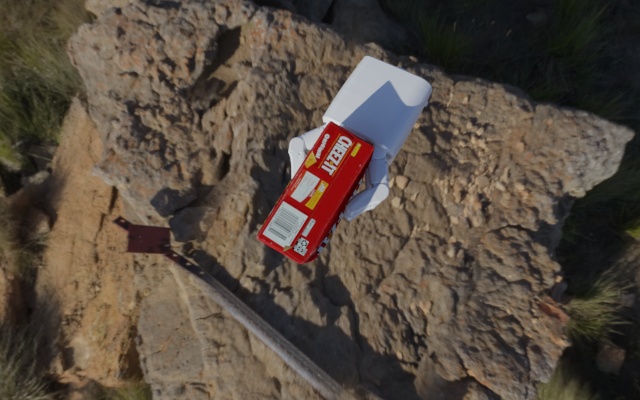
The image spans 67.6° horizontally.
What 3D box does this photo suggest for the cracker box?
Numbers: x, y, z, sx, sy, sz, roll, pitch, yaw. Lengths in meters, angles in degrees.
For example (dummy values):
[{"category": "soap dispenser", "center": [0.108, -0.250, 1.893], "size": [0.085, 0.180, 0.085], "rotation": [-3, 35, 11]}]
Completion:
[{"category": "cracker box", "center": [0.000, 0.002, 0.650], "size": [0.072, 0.164, 0.214], "rotation": [31, -4, 6]}]
